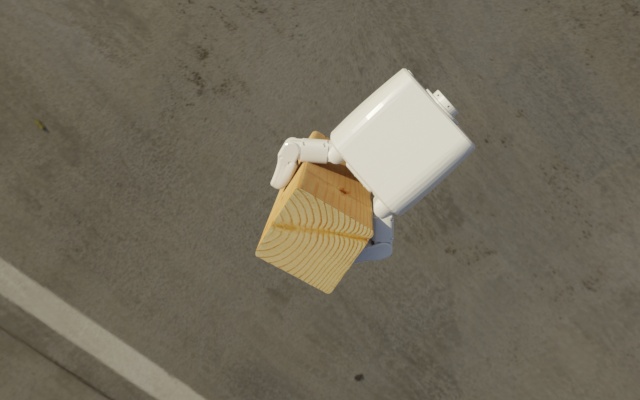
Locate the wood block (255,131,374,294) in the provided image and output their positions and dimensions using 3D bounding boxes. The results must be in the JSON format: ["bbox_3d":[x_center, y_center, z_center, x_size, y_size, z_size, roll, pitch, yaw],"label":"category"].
[{"bbox_3d":[0.000,0.001,0.563,0.091,0.090,0.206,30,22,-8],"label":"wood block"}]
